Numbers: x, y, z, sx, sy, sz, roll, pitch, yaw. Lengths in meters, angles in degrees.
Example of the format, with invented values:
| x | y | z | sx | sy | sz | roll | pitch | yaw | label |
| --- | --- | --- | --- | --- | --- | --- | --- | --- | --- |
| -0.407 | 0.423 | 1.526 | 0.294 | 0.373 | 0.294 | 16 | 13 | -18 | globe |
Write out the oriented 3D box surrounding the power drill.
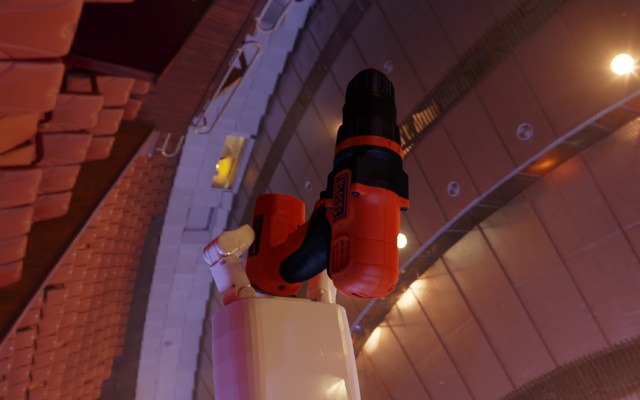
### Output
| x | y | z | sx | sy | sz | roll | pitch | yaw | label |
| --- | --- | --- | --- | --- | --- | --- | --- | --- | --- |
| 0.000 | 0.002 | 0.410 | 0.057 | 0.184 | 0.188 | 18 | -27 | -24 | power drill |
